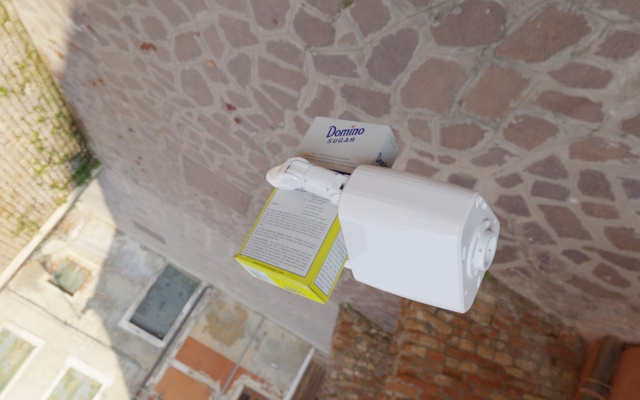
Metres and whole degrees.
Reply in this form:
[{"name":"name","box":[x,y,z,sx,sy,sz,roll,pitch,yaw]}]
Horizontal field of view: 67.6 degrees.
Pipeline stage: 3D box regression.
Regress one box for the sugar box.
[{"name":"sugar box","box":[0.000,0.002,0.464,0.093,0.176,0.048,15,-27,34]}]
